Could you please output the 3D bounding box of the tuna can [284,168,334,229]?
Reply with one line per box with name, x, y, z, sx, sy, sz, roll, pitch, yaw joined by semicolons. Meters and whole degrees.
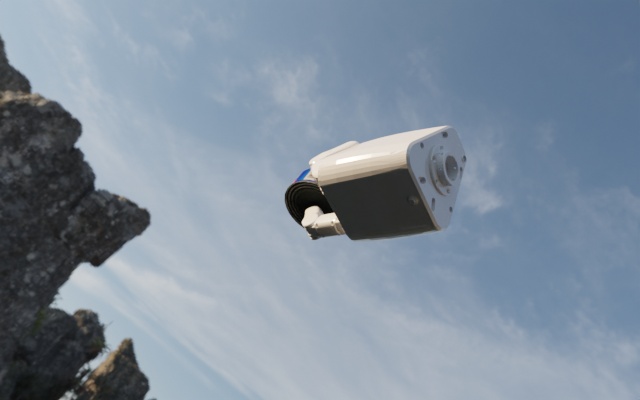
tuna can;0.000;0.002;0.597;0.086;0.086;0.033;0;37;34
